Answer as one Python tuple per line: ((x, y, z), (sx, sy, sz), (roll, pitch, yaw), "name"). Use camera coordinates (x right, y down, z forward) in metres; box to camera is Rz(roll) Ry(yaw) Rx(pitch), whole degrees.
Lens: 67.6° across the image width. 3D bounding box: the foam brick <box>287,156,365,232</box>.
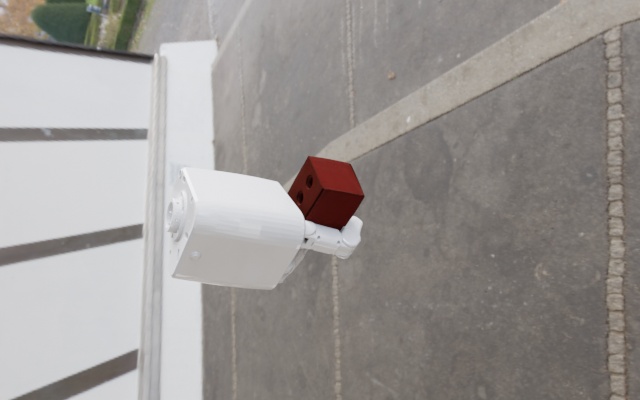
((0.000, 0.001, 0.496), (0.051, 0.078, 0.053), (11, 38, -29), "foam brick")
